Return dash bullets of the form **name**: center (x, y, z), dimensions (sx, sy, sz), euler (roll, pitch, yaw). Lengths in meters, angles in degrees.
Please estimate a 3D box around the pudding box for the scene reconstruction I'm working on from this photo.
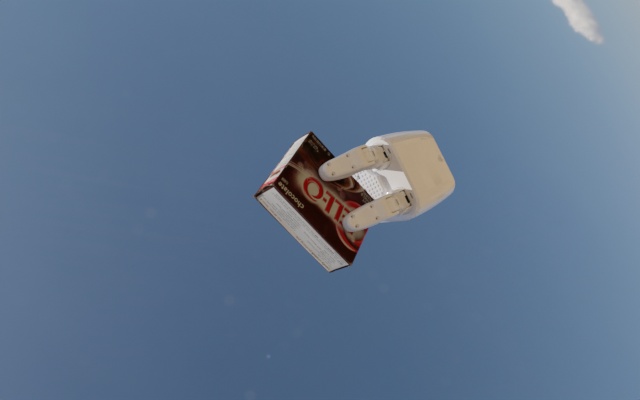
- **pudding box**: center (0.000, 0.002, 0.476), dimensions (0.039, 0.113, 0.090), euler (-31, 21, 43)
